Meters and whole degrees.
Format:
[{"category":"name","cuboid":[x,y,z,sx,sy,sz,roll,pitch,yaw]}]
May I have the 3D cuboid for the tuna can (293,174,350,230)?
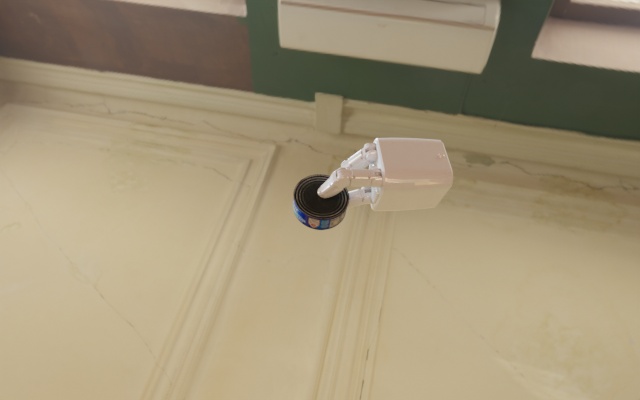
[{"category":"tuna can","cuboid":[0.000,0.003,0.736,0.086,0.086,0.034,0,-37,-7]}]
